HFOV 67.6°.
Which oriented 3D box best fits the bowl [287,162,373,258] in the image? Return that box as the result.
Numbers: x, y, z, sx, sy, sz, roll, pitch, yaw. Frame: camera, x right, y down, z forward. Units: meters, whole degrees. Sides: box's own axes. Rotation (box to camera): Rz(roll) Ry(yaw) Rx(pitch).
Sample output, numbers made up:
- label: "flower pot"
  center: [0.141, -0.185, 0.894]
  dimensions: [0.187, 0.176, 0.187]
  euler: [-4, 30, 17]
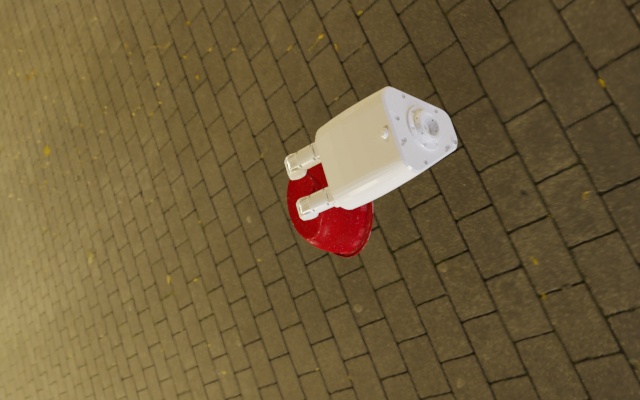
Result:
- label: "bowl"
  center: [-0.001, 0.003, 0.639]
  dimensions: [0.055, 0.162, 0.162]
  euler: [-10, 5, -31]
